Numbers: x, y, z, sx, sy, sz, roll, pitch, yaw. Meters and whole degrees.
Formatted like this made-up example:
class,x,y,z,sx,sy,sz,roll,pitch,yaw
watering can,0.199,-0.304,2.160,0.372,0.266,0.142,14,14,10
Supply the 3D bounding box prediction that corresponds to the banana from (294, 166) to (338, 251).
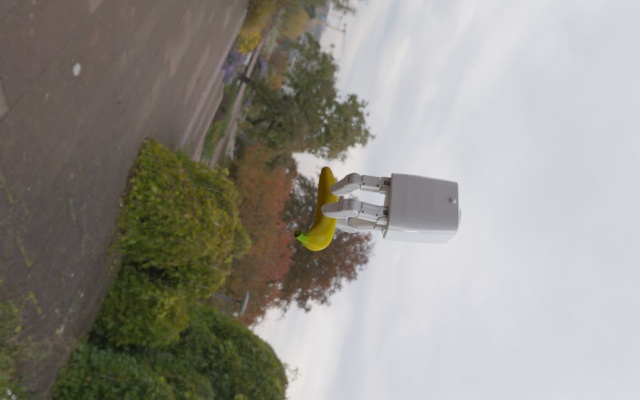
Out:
class,x,y,z,sx,sy,sz,roll,pitch,yaw
banana,0.004,0.020,0.763,0.037,0.070,0.197,-5,32,16
